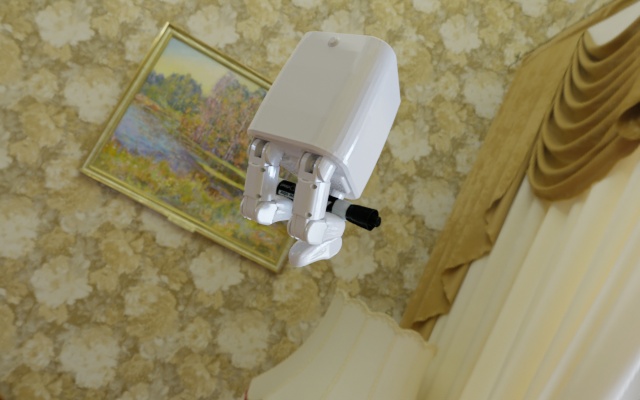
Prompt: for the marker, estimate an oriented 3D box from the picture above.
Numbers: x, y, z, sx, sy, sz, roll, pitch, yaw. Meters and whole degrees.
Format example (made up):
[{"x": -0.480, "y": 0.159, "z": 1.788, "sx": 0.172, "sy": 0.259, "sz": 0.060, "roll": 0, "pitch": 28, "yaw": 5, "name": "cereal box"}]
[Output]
[{"x": 0.000, "y": 0.001, "z": 0.423, "sx": 0.121, "sy": 0.020, "sz": 0.020, "roll": 19, "pitch": 11, "yaw": 34, "name": "marker"}]
